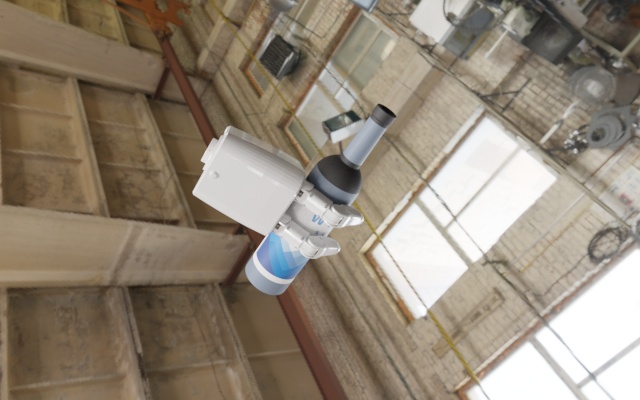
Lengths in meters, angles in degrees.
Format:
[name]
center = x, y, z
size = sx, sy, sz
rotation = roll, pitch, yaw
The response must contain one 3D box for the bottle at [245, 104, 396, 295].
[bottle]
center = 0.000, 0.002, 0.622
size = 0.069, 0.296, 0.069
rotation = 29, 26, -15
